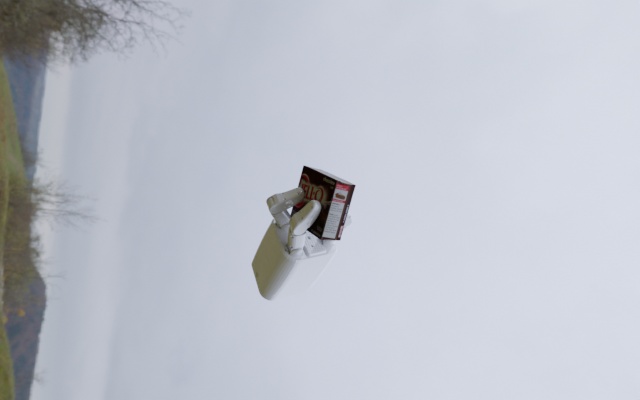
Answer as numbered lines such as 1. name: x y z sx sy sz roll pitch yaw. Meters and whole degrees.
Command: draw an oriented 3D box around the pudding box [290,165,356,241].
1. pudding box: 0.000 0.002 0.724 0.039 0.090 0.113 9 10 -33
